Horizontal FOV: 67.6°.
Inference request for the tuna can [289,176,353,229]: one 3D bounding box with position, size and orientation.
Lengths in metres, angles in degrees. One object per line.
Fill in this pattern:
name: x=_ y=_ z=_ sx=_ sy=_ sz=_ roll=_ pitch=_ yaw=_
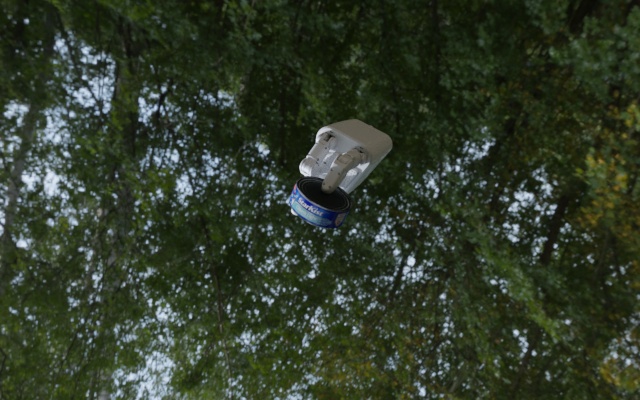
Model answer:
tuna can: x=0.000 y=0.003 z=0.676 sx=0.086 sy=0.034 sz=0.086 roll=20 pitch=27 yaw=-11
